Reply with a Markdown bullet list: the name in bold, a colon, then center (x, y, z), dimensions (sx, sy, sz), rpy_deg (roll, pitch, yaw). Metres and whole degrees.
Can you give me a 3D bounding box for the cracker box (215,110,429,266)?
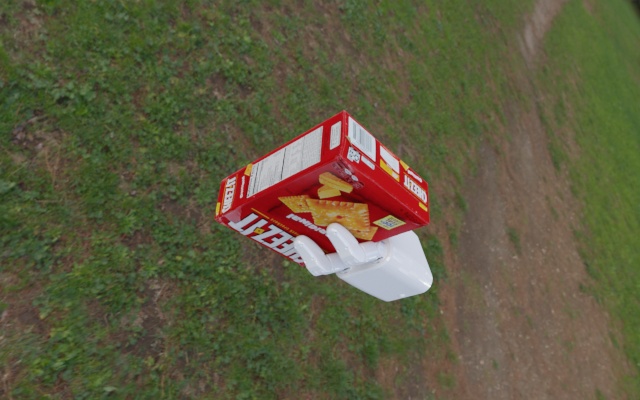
- **cracker box**: center (0.000, 0.002, 0.592), dimensions (0.214, 0.072, 0.164), rpy_deg (-24, -44, 36)
